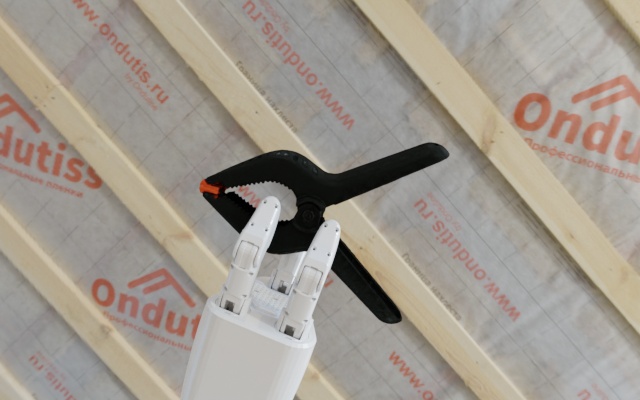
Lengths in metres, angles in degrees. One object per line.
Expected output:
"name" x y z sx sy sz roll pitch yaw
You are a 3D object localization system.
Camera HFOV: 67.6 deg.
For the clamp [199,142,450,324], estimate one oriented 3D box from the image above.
"clamp" 0.000 0.001 0.420 0.210 0.164 0.036 21 13 5
